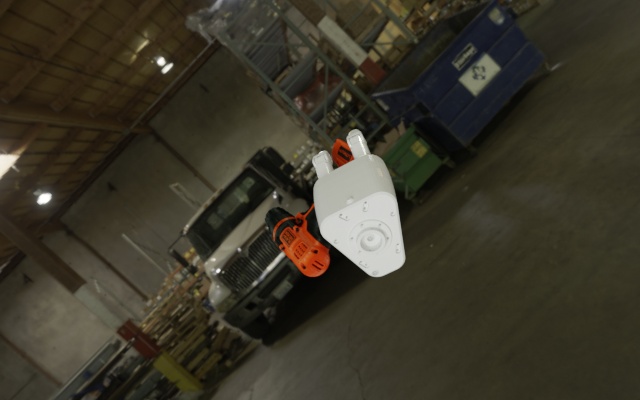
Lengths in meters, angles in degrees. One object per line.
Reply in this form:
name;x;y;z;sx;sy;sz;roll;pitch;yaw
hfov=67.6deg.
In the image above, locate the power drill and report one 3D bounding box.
power drill;0.000;0.002;0.715;0.057;0.187;0.184;33;4;-34
